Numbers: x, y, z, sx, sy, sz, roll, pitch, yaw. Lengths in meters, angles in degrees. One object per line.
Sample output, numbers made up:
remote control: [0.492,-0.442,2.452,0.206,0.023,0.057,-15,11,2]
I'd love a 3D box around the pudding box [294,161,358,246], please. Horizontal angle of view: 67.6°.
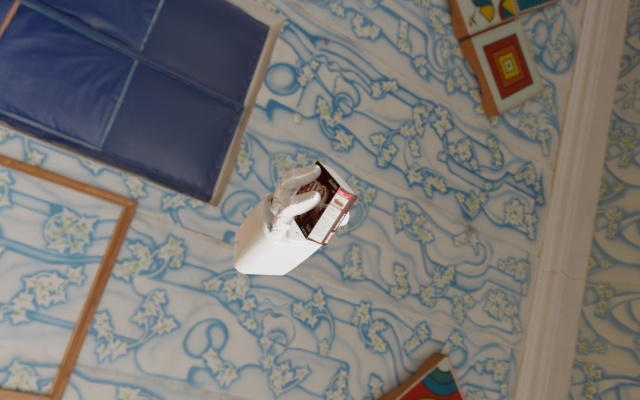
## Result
pudding box: [0.000,0.002,0.698,0.039,0.090,0.113,26,13,-29]
